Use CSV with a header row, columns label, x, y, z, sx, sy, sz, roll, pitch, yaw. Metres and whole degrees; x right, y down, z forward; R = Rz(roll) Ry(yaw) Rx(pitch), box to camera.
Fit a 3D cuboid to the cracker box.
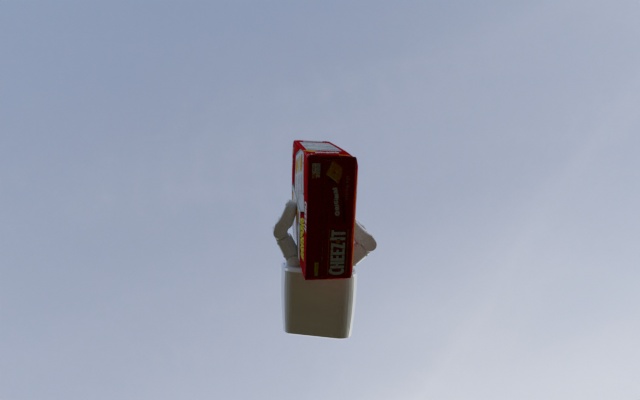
label,x,y,z,sx,sy,sz,roll,pitch,yaw
cracker box,0.000,0.002,0.700,0.072,0.164,0.213,0,12,-8
